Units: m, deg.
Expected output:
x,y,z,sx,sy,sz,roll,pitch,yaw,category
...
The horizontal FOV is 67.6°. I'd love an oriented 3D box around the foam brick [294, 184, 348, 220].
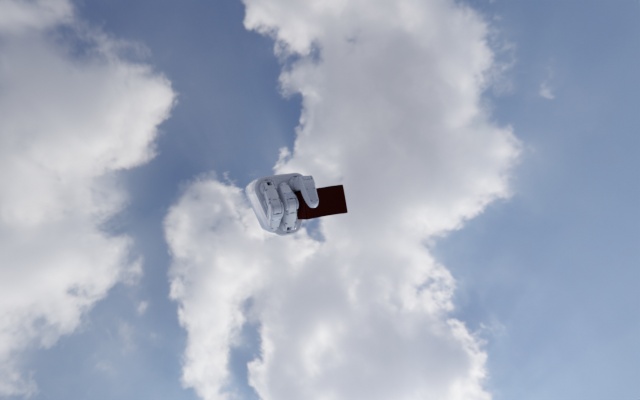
x,y,z,sx,sy,sz,roll,pitch,yaw,category
0.000,0.003,0.846,0.078,0.053,0.051,-8,1,-21,foam brick
